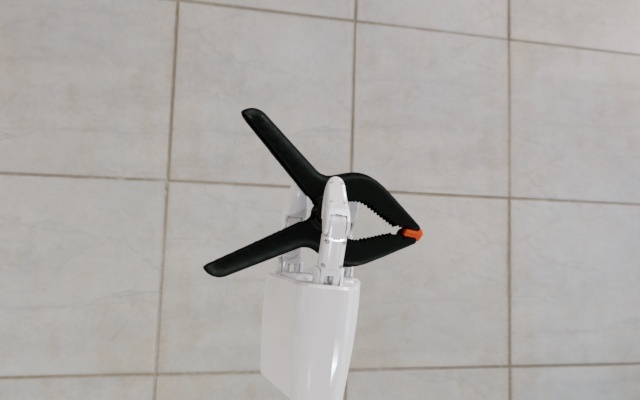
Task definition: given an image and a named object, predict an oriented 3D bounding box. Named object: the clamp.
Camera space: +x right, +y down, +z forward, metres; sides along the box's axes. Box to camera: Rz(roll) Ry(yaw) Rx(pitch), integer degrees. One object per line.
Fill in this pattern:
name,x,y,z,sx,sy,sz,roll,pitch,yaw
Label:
clamp,0.001,0.002,0.471,0.210,0.164,0.036,7,-1,-11
